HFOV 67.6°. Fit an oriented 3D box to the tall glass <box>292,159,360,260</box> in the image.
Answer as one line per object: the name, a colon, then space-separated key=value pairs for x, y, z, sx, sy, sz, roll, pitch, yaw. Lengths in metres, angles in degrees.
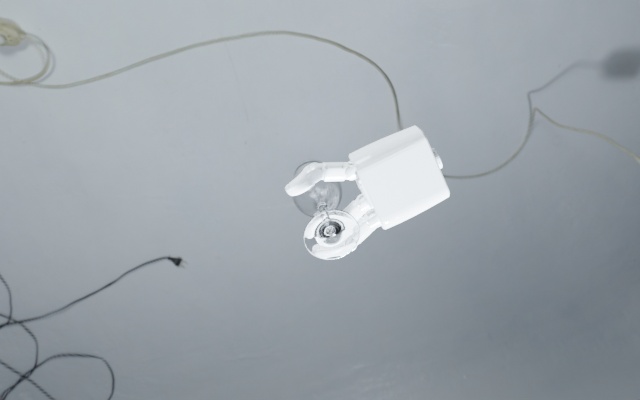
tall glass: x=0.000 y=0.003 z=0.702 sx=0.079 sy=0.079 sz=0.201 roll=0 pitch=25 yaw=-10
